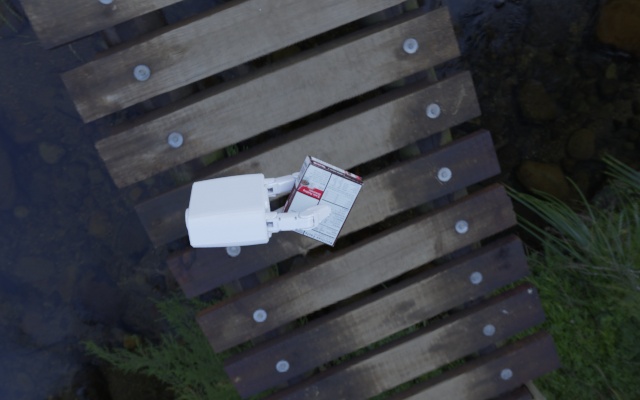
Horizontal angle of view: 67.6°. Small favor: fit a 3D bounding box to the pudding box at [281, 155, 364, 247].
[{"bbox_3d":[0.000,0.002,0.713,0.090,0.113,0.039,22,18,-13],"label":"pudding box"}]
